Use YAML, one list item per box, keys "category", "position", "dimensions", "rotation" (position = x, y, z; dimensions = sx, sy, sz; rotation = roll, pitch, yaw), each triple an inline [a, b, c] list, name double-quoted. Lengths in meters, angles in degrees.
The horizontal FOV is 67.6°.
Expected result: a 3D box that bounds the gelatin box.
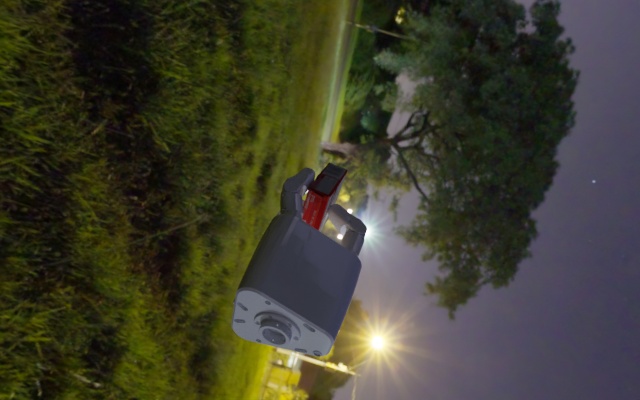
- category: "gelatin box"
  position: [0.001, 0.002, 0.607]
  dimensions: [0.030, 0.073, 0.089]
  rotation: [23, 30, 7]
